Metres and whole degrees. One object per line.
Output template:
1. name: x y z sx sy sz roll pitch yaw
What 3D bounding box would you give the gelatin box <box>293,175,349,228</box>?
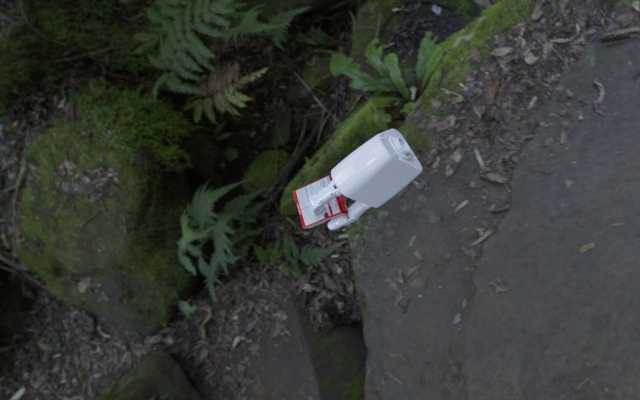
1. gelatin box: 0.000 0.003 0.869 0.089 0.073 0.030 -23 -13 29
